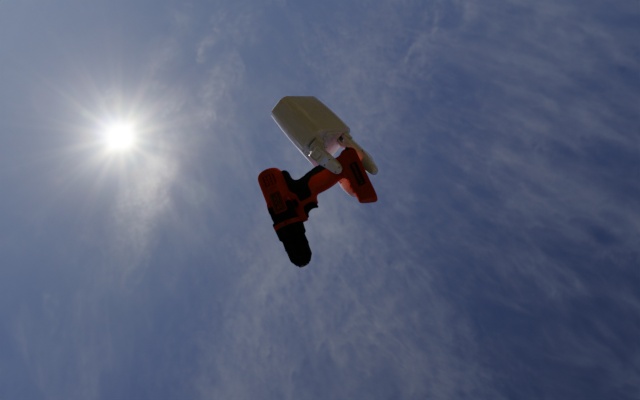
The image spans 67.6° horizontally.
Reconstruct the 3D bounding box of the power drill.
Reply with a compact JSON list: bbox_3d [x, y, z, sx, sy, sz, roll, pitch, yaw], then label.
[{"bbox_3d":[0.000,0.002,0.833,0.187,0.184,0.057,-23,-9,2],"label":"power drill"}]
